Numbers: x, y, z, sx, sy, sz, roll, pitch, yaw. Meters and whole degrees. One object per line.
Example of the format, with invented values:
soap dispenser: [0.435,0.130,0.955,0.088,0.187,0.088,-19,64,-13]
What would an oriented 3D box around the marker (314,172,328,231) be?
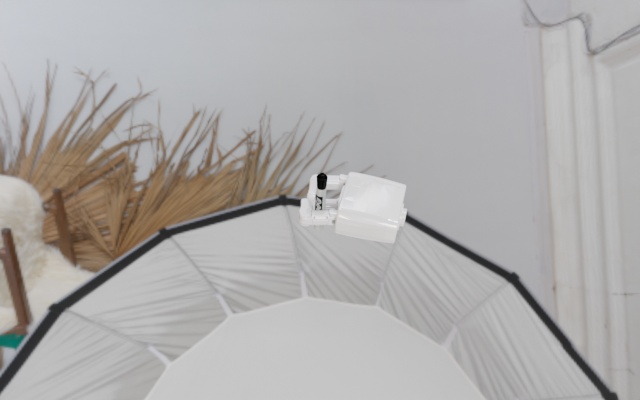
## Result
marker: [0.000,0.003,0.828,0.020,0.121,0.020,2,39,-2]
